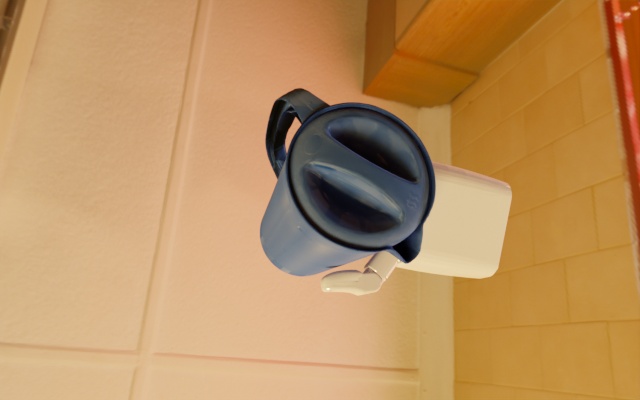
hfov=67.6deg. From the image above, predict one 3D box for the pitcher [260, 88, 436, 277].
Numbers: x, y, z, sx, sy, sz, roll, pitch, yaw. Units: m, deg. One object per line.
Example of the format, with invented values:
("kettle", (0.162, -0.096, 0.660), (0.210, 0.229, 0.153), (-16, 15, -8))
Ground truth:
("pitcher", (0.000, 0.002, 0.503), (0.145, 0.149, 0.243), (11, -19, -13))
